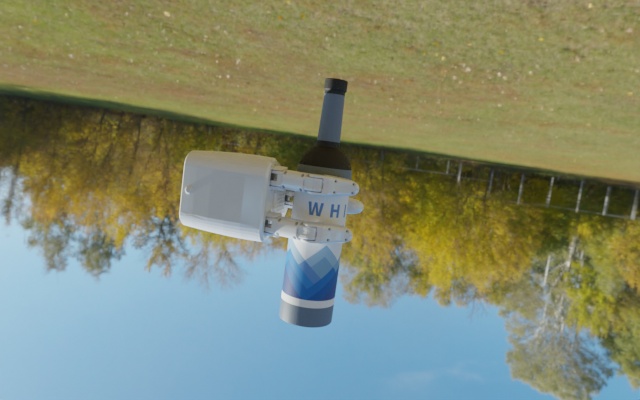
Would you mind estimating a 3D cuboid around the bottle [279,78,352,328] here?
[{"bbox_3d":[0.000,0.002,0.583,0.069,0.296,0.069,7,6,-1],"label":"bottle"}]
